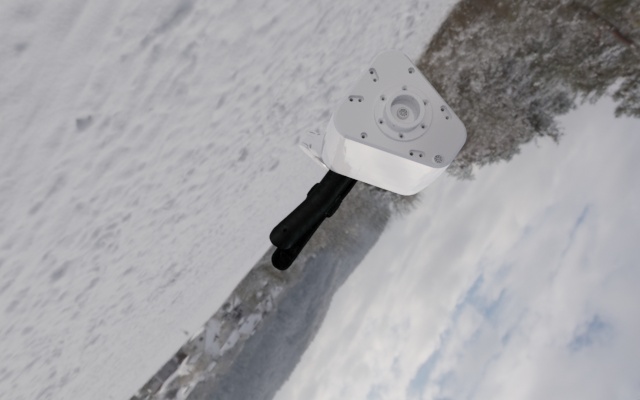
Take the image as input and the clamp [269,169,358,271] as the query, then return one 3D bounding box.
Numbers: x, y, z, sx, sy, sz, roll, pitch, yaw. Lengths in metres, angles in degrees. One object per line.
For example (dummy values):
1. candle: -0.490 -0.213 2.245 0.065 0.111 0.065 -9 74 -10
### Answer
1. clamp: 0.001 0.002 0.520 0.039 0.171 0.120 36 -10 2
